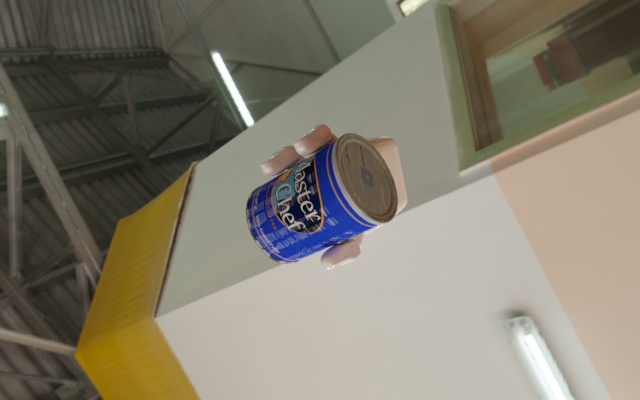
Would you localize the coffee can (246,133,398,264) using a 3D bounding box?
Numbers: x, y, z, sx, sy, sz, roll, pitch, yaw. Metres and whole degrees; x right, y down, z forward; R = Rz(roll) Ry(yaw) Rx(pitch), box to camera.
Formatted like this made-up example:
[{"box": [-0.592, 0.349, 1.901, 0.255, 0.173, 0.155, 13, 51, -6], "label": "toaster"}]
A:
[{"box": [0.000, 0.002, 0.536, 0.140, 0.102, 0.103, -27, -17, 35], "label": "coffee can"}]
